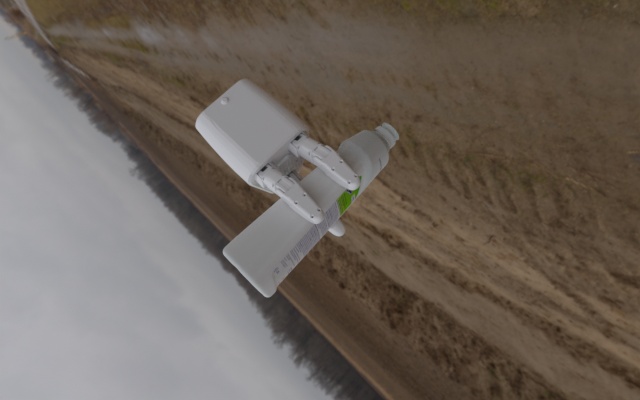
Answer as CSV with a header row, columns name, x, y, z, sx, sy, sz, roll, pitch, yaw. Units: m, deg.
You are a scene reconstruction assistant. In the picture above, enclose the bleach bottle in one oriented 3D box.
name,x,y,z,sx,sy,sz,roll,pitch,yaw
bleach bottle,0.000,0.002,0.578,0.068,0.251,0.103,43,-12,16
